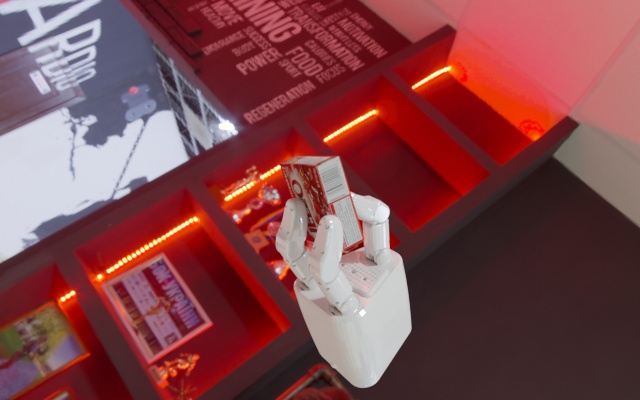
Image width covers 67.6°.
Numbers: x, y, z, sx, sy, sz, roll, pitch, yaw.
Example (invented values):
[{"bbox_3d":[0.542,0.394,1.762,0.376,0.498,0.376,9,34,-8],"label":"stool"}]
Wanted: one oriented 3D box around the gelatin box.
[{"bbox_3d":[0.000,0.001,0.463,0.030,0.089,0.073,-26,18,-26],"label":"gelatin box"}]
